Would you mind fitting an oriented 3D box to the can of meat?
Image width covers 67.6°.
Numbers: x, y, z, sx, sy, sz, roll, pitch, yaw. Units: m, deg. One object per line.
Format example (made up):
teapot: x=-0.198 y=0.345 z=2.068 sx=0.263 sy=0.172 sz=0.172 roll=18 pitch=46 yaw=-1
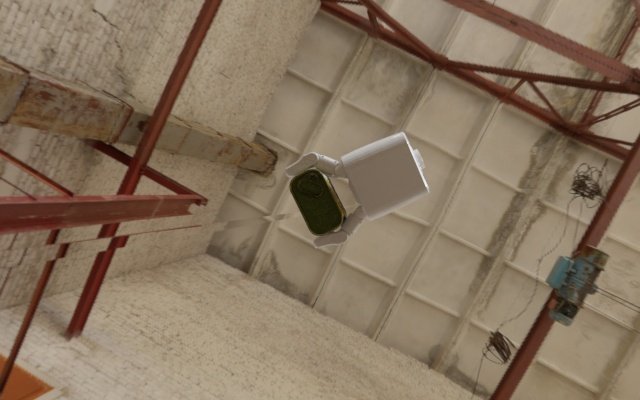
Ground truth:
can of meat: x=0.000 y=0.003 z=0.771 sx=0.057 sy=0.102 sz=0.084 roll=-27 pitch=-4 yaw=9
